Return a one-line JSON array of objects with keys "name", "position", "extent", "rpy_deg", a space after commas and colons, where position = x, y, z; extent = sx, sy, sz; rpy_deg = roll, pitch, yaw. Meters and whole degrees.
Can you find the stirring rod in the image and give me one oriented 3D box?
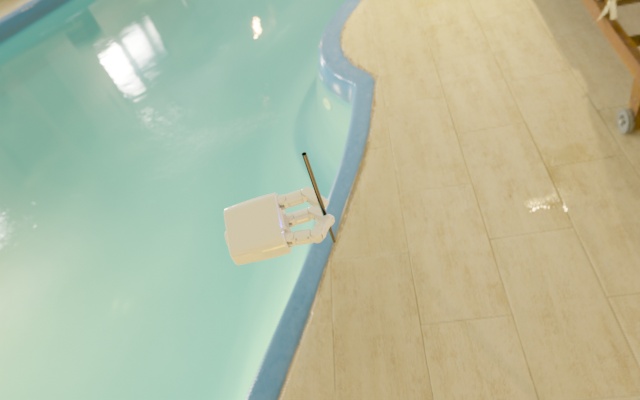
[{"name": "stirring rod", "position": [0.000, 0.003, 0.859], "extent": [0.011, 0.011, 0.240], "rpy_deg": [0, -40, 17]}]
